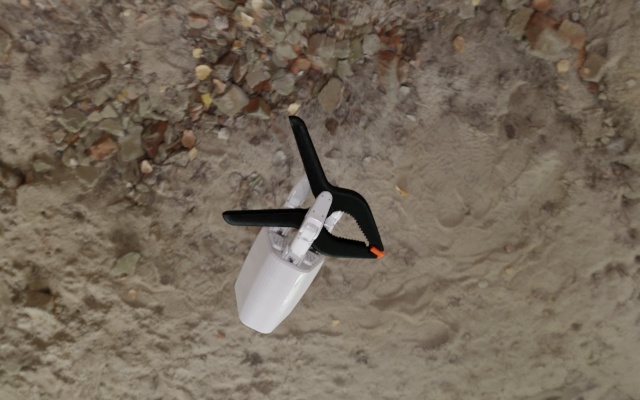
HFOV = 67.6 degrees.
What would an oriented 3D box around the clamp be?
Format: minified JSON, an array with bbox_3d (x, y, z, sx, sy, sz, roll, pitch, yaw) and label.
[{"bbox_3d":[0.000,0.003,0.615,0.210,0.164,0.036,28,13,-6],"label":"clamp"}]
